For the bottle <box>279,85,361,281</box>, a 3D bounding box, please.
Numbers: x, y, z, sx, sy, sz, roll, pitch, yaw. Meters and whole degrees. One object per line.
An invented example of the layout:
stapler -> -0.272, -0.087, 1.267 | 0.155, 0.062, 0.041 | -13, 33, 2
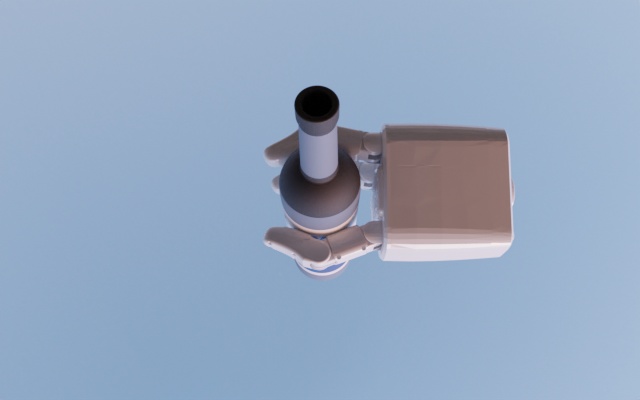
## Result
bottle -> 0.000, 0.001, 0.419 | 0.069, 0.069, 0.296 | 0, -24, 1
